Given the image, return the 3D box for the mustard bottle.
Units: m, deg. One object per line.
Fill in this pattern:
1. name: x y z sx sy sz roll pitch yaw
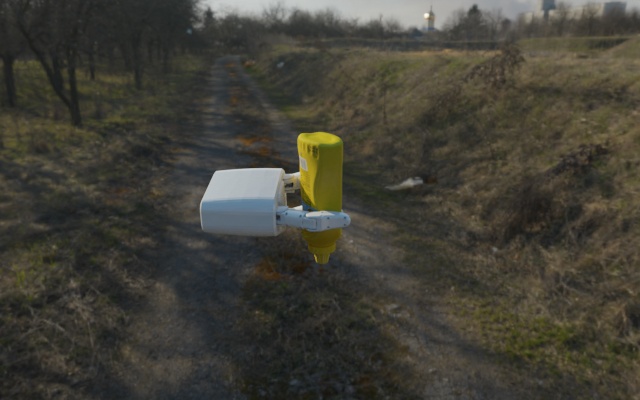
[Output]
1. mustard bottle: 0.000 0.002 0.693 0.058 0.192 0.096 -7 19 -19
